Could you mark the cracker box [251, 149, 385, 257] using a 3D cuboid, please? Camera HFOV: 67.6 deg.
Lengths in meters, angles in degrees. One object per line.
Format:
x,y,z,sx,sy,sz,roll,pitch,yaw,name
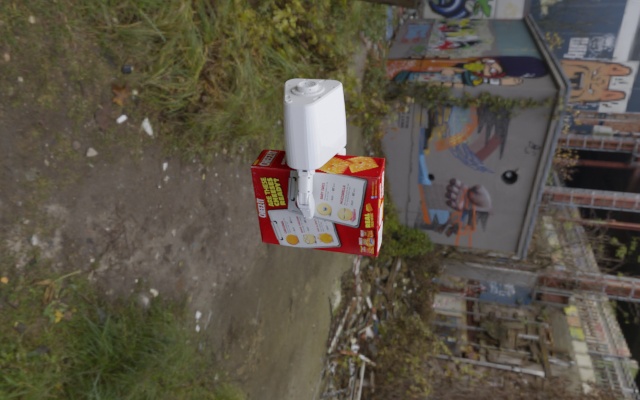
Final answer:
0.000,0.003,0.822,0.213,0.164,0.072,6,35,14,cracker box
